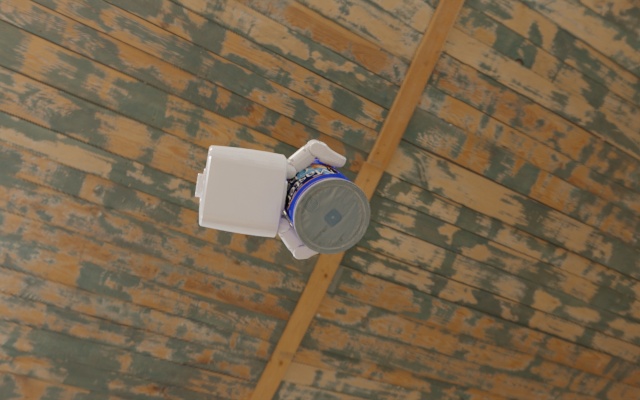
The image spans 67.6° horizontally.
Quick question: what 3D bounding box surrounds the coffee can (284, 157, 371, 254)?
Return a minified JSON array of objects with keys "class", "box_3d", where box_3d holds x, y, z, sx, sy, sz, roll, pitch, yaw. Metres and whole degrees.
[{"class":"coffee can","box_3d":[0.000,0.002,0.678,0.103,0.103,0.140,0,17,-14]}]
